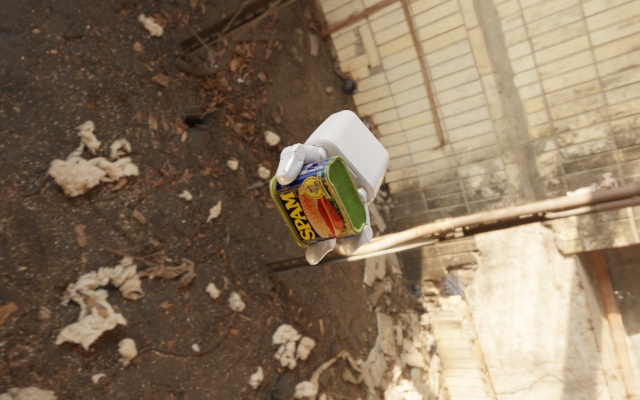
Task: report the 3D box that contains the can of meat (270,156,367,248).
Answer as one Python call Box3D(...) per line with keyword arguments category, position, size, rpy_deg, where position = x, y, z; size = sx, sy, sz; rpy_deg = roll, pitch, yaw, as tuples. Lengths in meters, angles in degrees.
Box3D(category="can of meat", position=(0.000, 0.002, 0.591), size=(0.084, 0.102, 0.057), rpy_deg=(-14, 23, 31))
